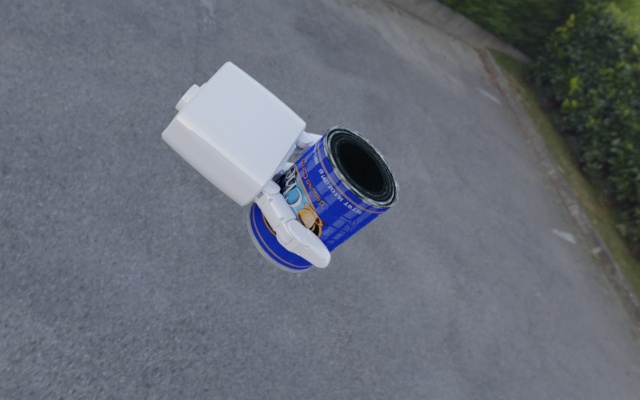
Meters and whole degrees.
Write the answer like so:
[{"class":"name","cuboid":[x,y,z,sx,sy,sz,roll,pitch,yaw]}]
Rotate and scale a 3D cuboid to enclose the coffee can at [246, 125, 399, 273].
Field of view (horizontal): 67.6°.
[{"class":"coffee can","cuboid":[0.000,0.002,0.522,0.103,0.102,0.140,0,-33,-49]}]
